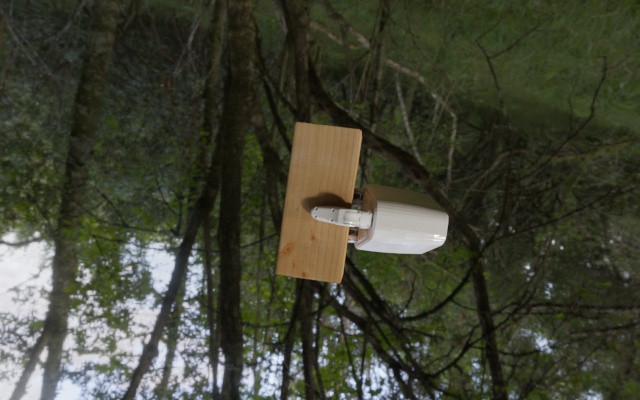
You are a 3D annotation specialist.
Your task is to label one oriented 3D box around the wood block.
[{"bbox_3d":[0.000,0.002,0.673,0.090,0.206,0.091,8,1,5],"label":"wood block"}]
